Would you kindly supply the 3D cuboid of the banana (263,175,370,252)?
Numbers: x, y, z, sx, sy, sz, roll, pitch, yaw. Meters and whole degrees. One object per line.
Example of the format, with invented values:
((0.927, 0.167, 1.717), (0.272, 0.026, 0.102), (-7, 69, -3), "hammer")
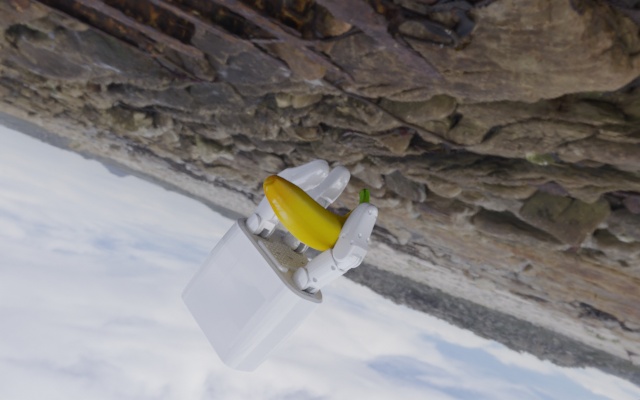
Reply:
((0.008, 0.019, 0.460), (0.037, 0.069, 0.198), (-26, -14, 23), "banana")
